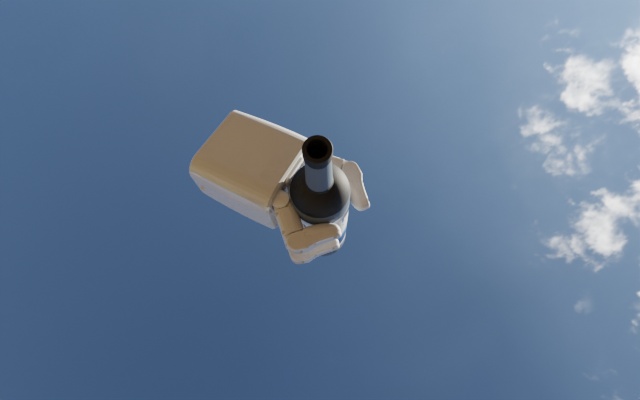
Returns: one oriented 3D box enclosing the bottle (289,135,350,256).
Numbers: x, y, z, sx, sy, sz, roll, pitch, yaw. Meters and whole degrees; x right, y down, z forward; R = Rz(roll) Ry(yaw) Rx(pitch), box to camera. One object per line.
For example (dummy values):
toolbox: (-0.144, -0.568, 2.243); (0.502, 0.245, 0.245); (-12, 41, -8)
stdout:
bottle: (0.000, 0.002, 0.554); (0.069, 0.069, 0.296); (0, -19, 1)
